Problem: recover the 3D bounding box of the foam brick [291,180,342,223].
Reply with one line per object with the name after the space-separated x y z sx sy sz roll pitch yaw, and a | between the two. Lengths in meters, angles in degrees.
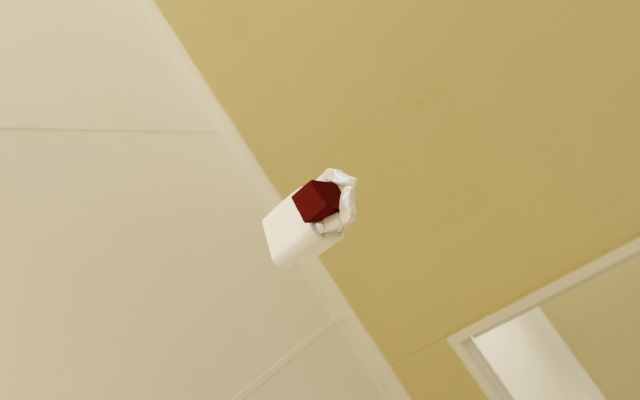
0.000 0.002 0.786 0.051 0.053 0.078 -37 -20 26 | foam brick
